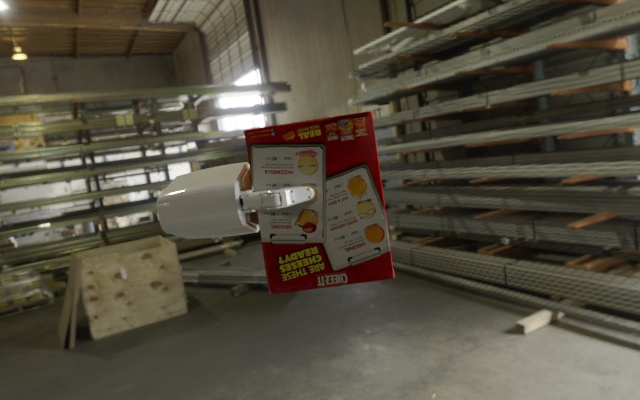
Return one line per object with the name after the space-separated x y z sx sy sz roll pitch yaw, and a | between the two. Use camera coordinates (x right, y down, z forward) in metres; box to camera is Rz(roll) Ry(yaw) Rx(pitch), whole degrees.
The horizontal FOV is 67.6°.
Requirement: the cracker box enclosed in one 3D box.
0.000 0.002 0.628 0.164 0.214 0.072 -8 6 5 | cracker box
